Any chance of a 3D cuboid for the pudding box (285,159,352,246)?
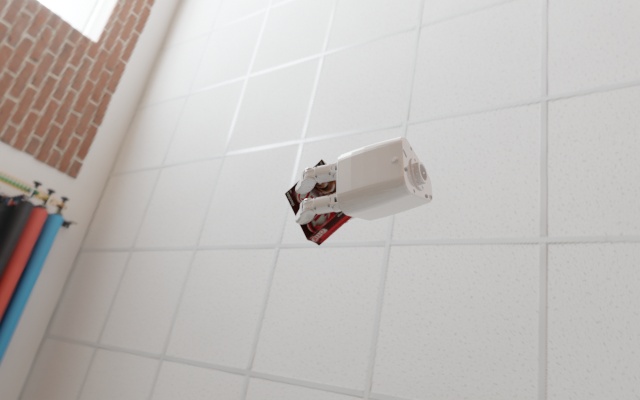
[{"bbox_3d":[0.000,0.003,0.773,0.090,0.113,0.039,-42,-44,14],"label":"pudding box"}]
